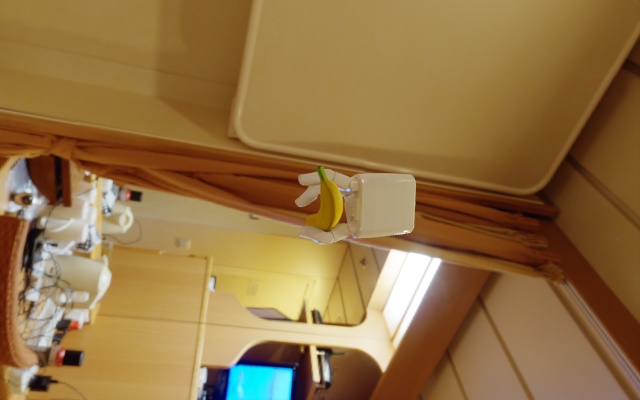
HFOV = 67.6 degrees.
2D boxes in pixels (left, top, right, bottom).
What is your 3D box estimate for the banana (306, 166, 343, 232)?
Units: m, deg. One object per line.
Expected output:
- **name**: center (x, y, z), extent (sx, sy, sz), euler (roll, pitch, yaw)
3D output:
- **banana**: center (0.007, 0.017, 0.821), extent (0.037, 0.069, 0.198), euler (-14, -26, -17)
